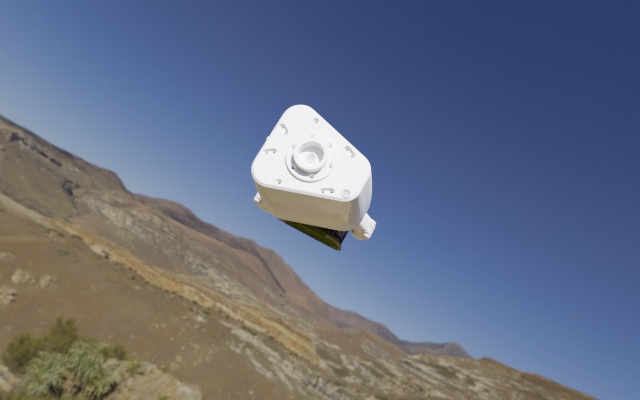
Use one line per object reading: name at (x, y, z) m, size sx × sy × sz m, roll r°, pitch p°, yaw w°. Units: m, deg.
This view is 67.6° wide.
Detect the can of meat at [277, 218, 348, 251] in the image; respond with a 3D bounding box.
can of meat at (0.000, 0.002, 0.606) m, size 0.102 × 0.084 × 0.057 m, roll 27°, pitch -13°, yaw 15°
